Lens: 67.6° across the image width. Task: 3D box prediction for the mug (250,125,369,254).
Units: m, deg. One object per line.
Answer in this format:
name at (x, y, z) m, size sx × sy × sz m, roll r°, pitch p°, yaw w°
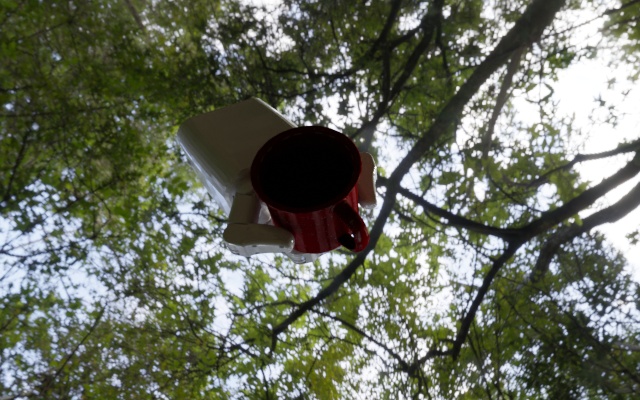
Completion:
mug at (0.001, 0.002, 0.419) m, size 0.117 × 0.093 × 0.082 m, roll 40°, pitch -21°, yaw 29°
